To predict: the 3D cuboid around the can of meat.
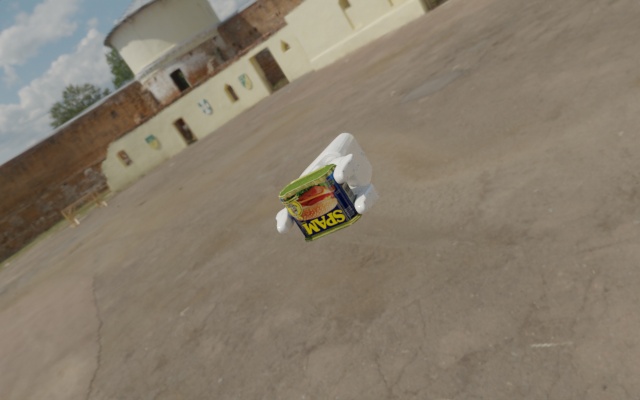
[{"bbox_3d":[0.000,0.002,0.706,0.102,0.084,0.057,-24,18,28],"label":"can of meat"}]
